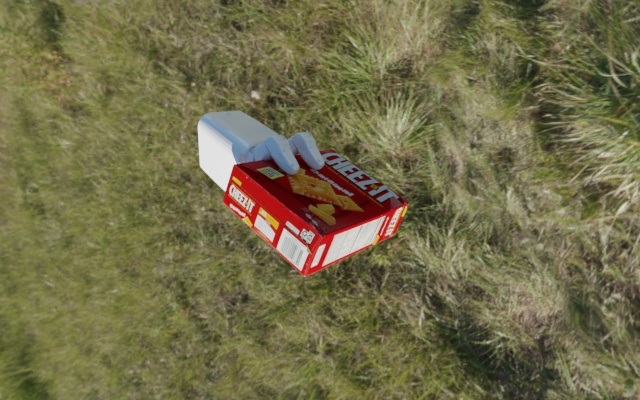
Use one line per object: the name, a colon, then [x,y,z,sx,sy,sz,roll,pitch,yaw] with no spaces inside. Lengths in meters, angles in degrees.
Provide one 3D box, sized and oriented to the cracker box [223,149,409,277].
cracker box: [0.000,0.002,0.669,0.164,0.072,0.213,38,32,26]
